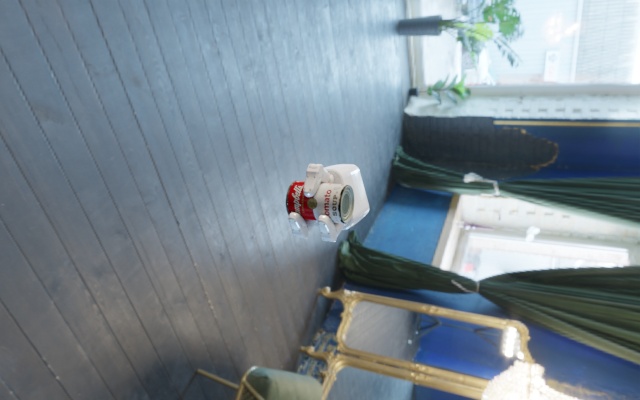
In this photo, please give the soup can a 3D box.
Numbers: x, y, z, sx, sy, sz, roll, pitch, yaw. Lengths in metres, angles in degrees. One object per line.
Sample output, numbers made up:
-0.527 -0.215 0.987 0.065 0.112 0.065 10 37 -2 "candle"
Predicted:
0.000 0.003 0.825 0.102 0.068 0.068 5 2 24 "soup can"
